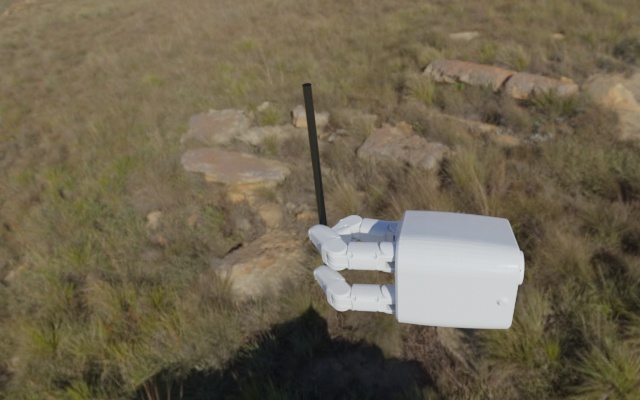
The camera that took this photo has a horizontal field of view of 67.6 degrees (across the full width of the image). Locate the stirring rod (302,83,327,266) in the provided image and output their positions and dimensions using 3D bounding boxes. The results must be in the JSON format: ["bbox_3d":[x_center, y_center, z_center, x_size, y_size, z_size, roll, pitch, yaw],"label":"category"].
[{"bbox_3d":[0.000,0.002,0.473,0.011,0.240,0.011,-5,33,3],"label":"stirring rod"}]
